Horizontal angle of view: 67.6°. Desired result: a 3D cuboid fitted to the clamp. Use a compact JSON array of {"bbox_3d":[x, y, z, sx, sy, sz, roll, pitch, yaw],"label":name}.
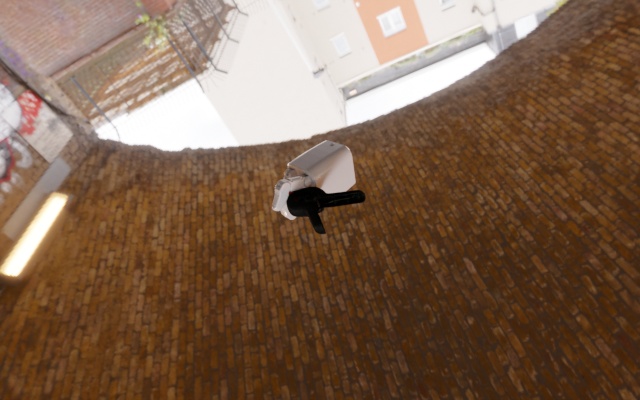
[{"bbox_3d":[0.000,0.003,0.897,0.120,0.039,0.171,-28,31,-24],"label":"clamp"}]
